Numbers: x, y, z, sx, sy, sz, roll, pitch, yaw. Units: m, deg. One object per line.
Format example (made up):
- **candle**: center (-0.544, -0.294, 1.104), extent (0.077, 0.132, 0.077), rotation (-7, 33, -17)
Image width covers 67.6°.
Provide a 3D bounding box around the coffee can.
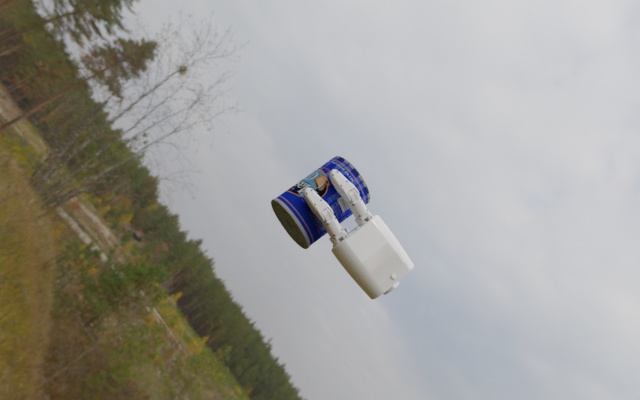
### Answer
- **coffee can**: center (0.000, 0.003, 0.830), extent (0.140, 0.103, 0.103), rotation (-36, 12, -17)
